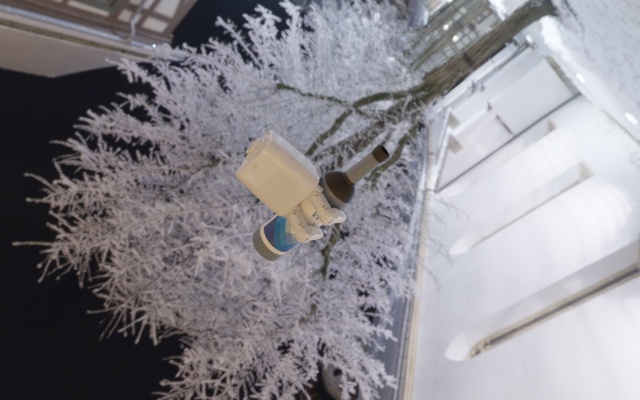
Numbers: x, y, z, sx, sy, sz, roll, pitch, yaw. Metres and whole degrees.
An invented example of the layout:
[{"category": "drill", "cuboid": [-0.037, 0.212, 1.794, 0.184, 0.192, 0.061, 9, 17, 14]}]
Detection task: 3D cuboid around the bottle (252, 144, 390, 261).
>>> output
[{"category": "bottle", "cuboid": [0.000, 0.003, 0.832, 0.296, 0.069, 0.069, -39, -20, 26]}]
